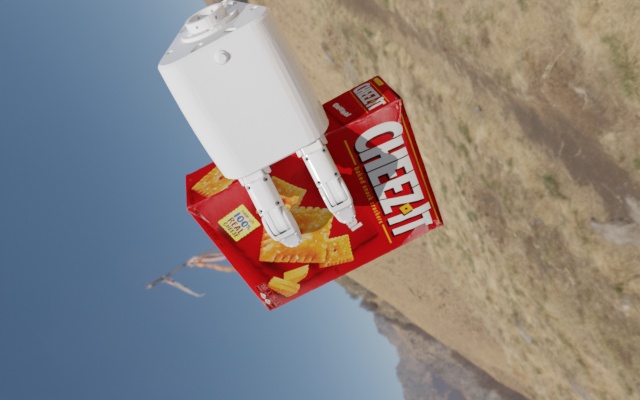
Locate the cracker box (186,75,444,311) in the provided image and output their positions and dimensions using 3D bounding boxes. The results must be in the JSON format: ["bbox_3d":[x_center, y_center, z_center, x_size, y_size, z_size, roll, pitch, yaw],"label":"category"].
[{"bbox_3d":[0.000,0.002,0.483,0.214,0.164,0.072,-27,36,2],"label":"cracker box"}]
